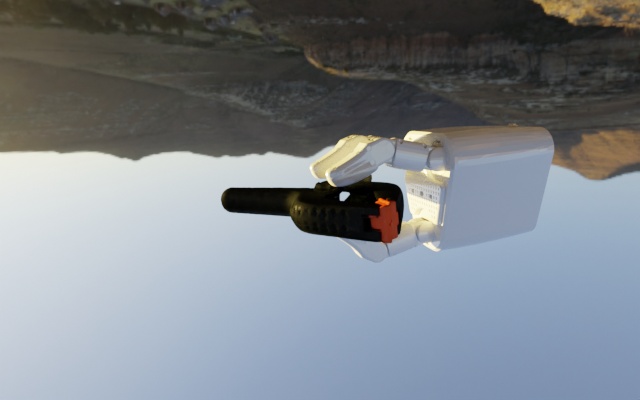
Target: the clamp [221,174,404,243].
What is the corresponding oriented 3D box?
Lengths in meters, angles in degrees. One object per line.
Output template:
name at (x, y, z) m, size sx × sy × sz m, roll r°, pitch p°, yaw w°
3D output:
clamp at (0.001, 0.002, 0.420) m, size 0.164 × 0.036 × 0.210 m, roll -11°, pitch 13°, yaw -13°
